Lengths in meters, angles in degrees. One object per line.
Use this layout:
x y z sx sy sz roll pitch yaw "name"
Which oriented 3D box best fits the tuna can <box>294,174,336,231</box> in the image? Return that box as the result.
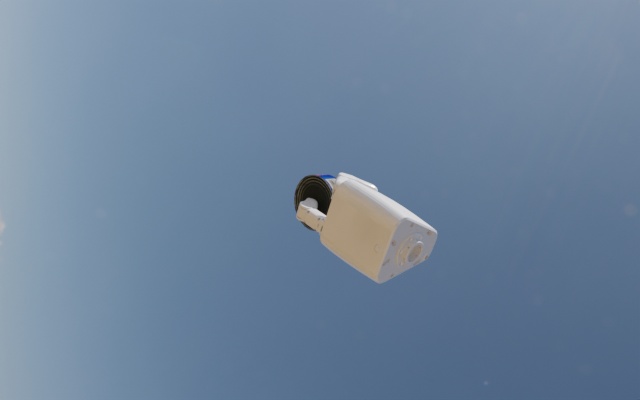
0.000 0.002 0.735 0.034 0.086 0.086 -7 5 -45 "tuna can"
